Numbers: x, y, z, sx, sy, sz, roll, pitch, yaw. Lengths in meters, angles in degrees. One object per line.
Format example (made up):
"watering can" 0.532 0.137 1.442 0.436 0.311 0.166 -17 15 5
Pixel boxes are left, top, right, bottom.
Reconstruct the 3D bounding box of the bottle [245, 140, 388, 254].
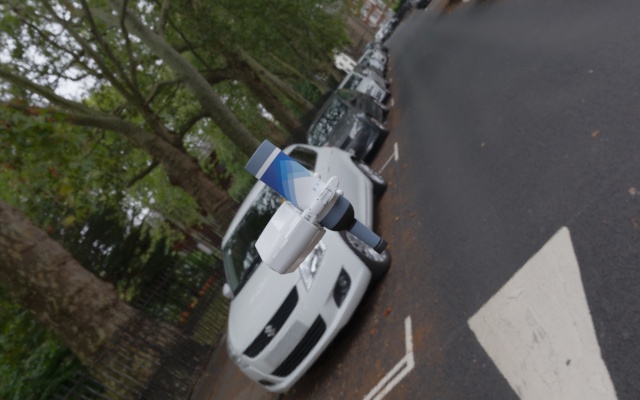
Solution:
"bottle" 0.000 0.003 0.878 0.296 0.069 0.069 36 -4 -6
